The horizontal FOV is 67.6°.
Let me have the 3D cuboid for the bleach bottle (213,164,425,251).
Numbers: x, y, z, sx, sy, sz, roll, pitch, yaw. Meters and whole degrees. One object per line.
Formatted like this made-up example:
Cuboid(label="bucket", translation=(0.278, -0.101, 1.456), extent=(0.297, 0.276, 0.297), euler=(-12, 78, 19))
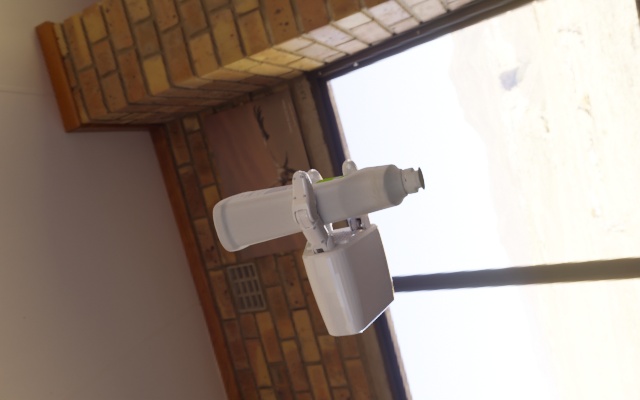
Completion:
Cuboid(label="bleach bottle", translation=(0.000, 0.002, 0.585), extent=(0.251, 0.068, 0.102), euler=(-13, 8, 23))
